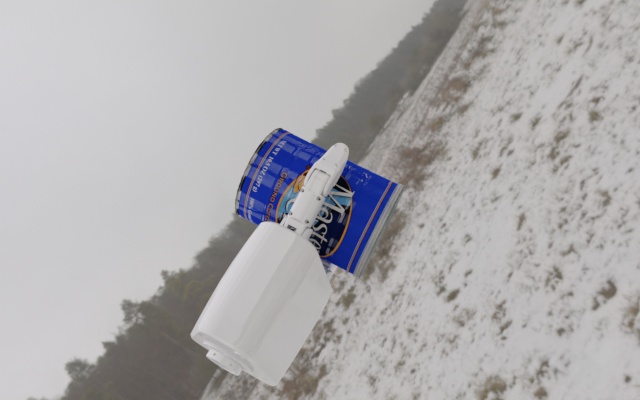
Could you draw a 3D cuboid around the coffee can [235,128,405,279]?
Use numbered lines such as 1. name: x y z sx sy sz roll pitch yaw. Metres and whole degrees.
1. coffee can: 0.000 0.001 0.486 0.140 0.103 0.103 26 5 10
